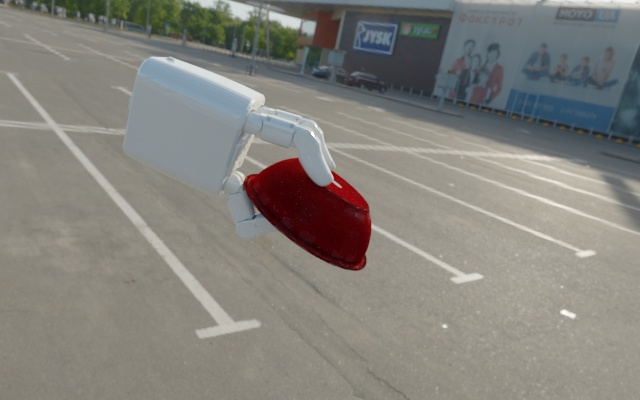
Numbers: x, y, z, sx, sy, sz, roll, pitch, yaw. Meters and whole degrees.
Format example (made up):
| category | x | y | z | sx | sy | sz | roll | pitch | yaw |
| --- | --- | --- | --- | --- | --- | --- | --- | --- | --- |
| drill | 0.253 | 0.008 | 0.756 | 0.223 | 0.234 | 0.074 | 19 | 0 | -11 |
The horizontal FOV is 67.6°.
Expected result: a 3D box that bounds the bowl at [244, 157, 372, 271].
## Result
| category | x | y | z | sx | sy | sz | roll | pitch | yaw |
| --- | --- | --- | --- | --- | --- | --- | --- | --- | --- |
| bowl | 0.001 | 0.002 | 0.515 | 0.162 | 0.055 | 0.162 | 35 | 14 | -10 |
